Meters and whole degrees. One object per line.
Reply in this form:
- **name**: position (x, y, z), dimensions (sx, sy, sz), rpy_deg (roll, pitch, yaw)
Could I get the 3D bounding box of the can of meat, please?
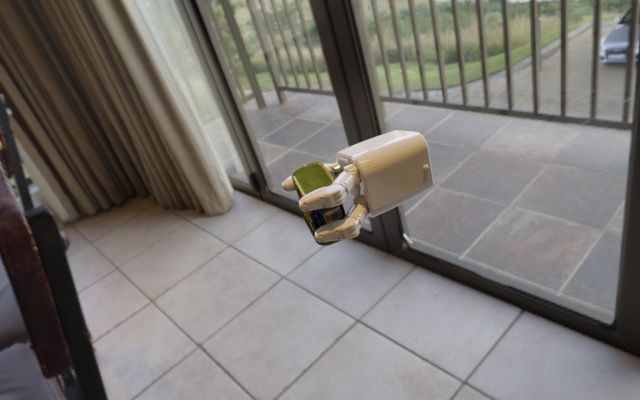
- **can of meat**: position (0.000, 0.002, 0.697), dimensions (0.057, 0.084, 0.102), rpy_deg (-22, 32, -7)
